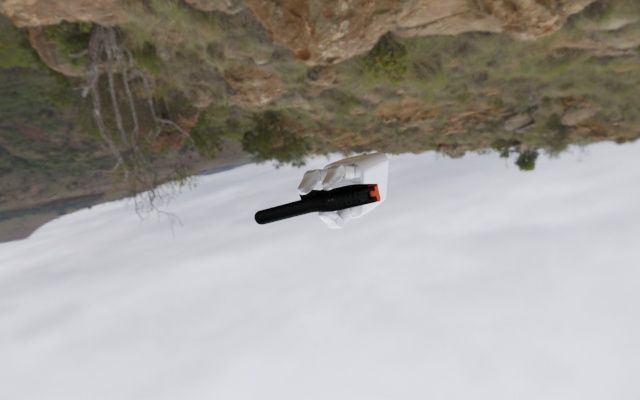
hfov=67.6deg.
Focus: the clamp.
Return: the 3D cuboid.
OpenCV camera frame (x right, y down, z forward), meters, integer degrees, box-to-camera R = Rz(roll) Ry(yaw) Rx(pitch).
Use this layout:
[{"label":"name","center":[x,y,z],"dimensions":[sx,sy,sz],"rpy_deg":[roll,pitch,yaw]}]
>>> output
[{"label":"clamp","center":[0.001,0.003,0.821],"dimensions":[0.210,0.036,0.164],"rpy_deg":[-6,14,37]}]
